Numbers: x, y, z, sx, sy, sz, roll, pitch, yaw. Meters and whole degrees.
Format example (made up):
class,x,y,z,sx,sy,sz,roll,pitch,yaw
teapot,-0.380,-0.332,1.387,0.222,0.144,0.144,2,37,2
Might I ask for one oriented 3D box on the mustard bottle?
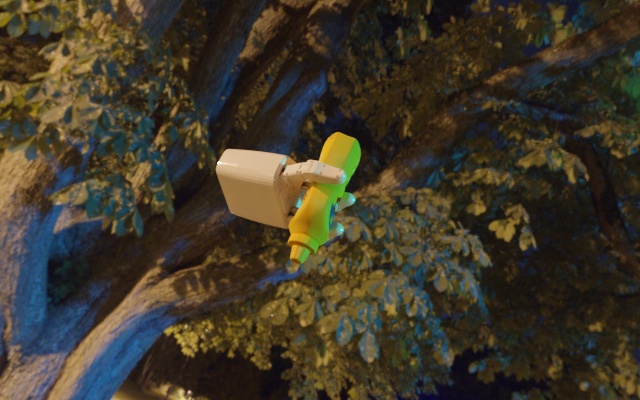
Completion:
class,x,y,z,sx,sy,sz,roll,pitch,yaw
mustard bottle,0.001,0.002,0.682,0.058,0.191,0.096,23,-26,2
